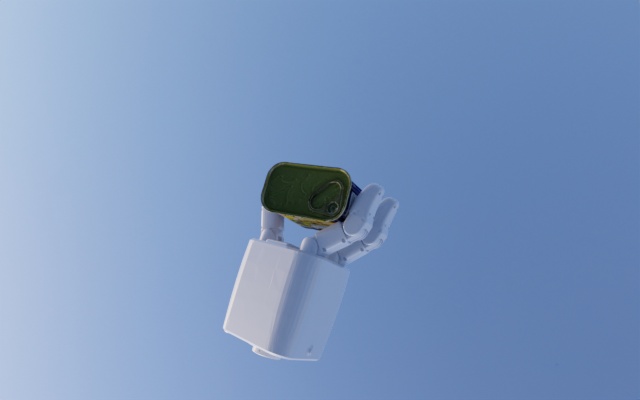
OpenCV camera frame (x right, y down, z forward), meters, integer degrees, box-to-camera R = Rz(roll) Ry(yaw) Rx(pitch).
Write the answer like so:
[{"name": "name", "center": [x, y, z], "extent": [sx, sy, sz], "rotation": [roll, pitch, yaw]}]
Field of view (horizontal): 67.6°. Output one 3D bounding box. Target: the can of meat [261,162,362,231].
[{"name": "can of meat", "center": [0.000, 0.002, 0.528], "extent": [0.102, 0.057, 0.084], "rotation": [8, -14, 28]}]
